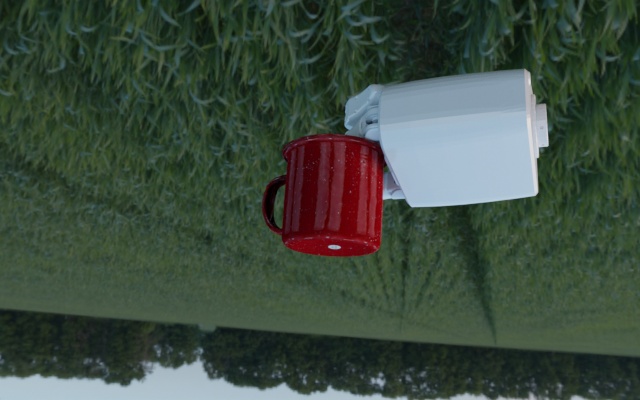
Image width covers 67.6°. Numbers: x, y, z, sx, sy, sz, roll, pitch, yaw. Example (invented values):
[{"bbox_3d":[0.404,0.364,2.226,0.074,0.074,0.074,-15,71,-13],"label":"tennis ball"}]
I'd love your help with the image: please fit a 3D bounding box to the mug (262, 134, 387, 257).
[{"bbox_3d":[-0.001,0.002,0.405,0.117,0.081,0.093,-5,-18,26],"label":"mug"}]
